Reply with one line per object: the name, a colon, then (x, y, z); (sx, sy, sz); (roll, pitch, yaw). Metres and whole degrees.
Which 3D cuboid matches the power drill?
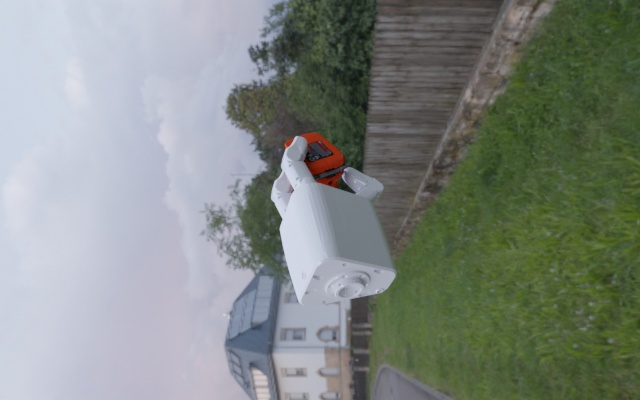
power drill: (0.000, 0.002, 0.684); (0.057, 0.188, 0.184); (-22, 33, -15)
